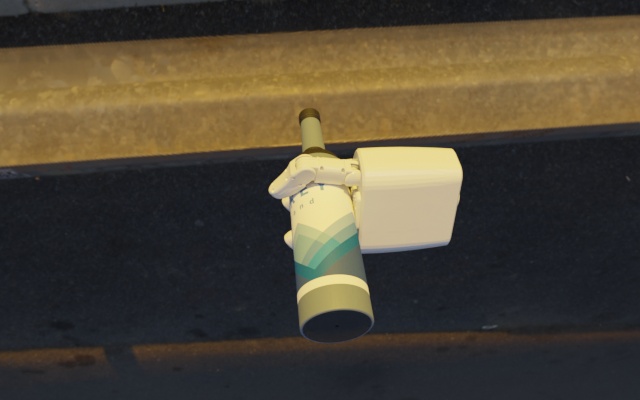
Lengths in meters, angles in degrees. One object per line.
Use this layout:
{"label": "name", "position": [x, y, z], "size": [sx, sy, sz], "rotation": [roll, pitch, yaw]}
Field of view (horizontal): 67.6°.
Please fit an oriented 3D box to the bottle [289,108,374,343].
{"label": "bottle", "position": [0.000, 0.002, 0.518], "size": [0.069, 0.295, 0.069], "rotation": [-4, -41, -4]}
